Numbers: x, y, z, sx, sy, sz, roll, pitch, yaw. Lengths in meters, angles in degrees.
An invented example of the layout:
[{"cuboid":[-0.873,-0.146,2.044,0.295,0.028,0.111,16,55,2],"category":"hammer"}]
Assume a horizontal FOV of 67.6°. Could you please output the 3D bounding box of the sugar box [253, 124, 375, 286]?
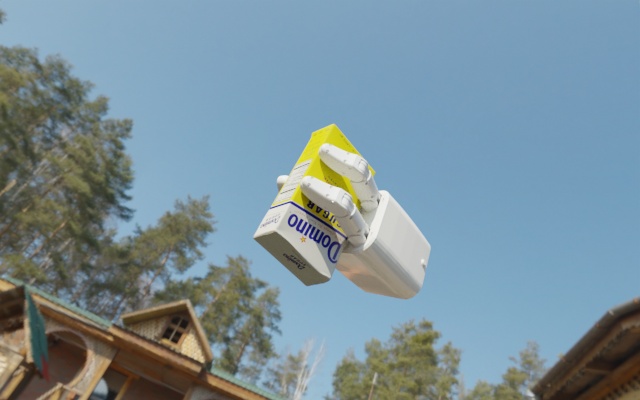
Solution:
[{"cuboid":[0.001,0.002,0.563,0.048,0.176,0.093,-20,-55,42],"category":"sugar box"}]
